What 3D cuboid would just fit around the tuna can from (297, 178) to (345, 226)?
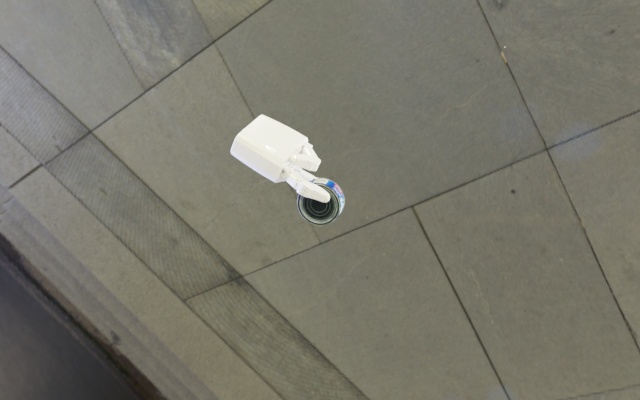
[{"bbox_3d":[0.000,0.003,0.894,0.086,0.086,0.033,0,20,16],"label":"tuna can"}]
